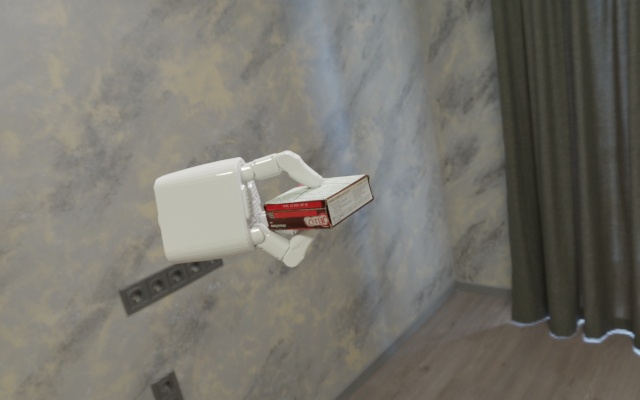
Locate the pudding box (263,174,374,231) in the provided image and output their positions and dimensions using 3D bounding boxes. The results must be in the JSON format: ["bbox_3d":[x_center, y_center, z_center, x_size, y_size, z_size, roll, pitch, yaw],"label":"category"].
[{"bbox_3d":[0.000,0.002,0.578,0.090,0.039,0.113,-3,17,33],"label":"pudding box"}]
